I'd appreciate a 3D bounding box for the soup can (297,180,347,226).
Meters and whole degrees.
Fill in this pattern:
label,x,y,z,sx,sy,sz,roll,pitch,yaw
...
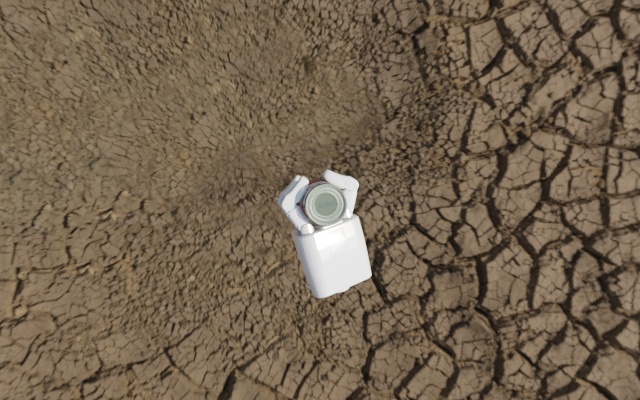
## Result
label,x,y,z,sx,sy,sz,roll,pitch,yaw
soup can,0.000,0.002,0.773,0.068,0.068,0.102,0,5,-10
